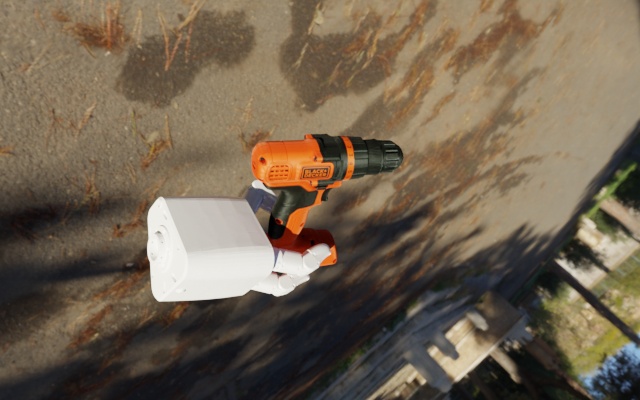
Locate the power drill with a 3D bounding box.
[{"bbox_3d":[0.000,0.002,0.597,0.184,0.188,0.057,-3,41,-19],"label":"power drill"}]
